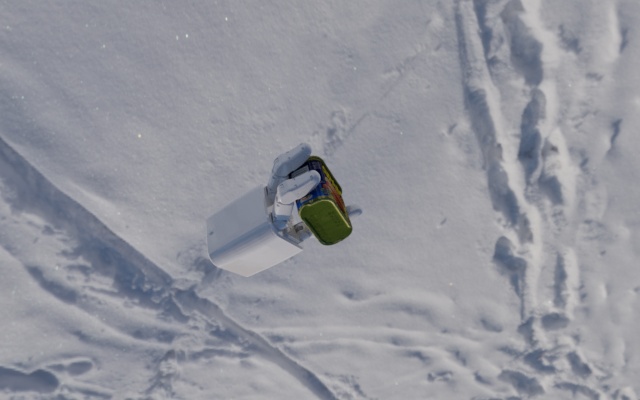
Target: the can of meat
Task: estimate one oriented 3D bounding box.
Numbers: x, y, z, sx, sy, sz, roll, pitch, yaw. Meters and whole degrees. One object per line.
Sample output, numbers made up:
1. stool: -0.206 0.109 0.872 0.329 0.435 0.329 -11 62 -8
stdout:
1. can of meat: 0.000 0.002 0.667 0.057 0.084 0.102 -26 -45 10
